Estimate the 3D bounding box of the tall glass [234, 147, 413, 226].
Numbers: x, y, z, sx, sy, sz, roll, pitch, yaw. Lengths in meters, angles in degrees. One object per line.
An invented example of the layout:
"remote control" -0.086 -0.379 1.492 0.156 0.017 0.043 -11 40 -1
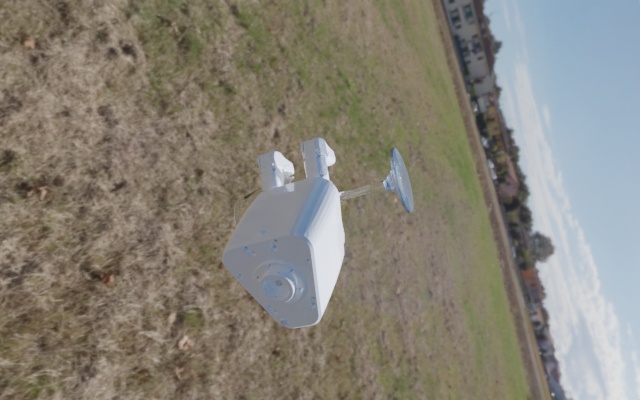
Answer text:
"tall glass" 0.001 0.002 0.556 0.201 0.079 0.079 -15 -6 21
